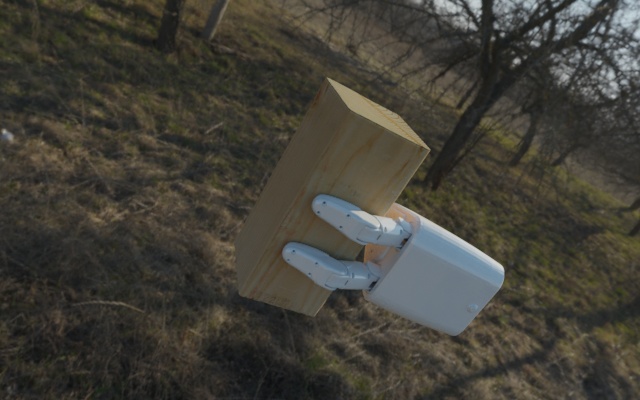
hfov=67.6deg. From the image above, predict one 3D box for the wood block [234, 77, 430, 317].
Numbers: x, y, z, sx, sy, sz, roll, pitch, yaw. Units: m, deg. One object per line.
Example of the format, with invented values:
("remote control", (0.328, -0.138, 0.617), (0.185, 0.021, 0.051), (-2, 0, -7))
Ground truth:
("wood block", (0.000, 0.001, 0.469), (0.090, 0.206, 0.090), (22, 24, -24))
